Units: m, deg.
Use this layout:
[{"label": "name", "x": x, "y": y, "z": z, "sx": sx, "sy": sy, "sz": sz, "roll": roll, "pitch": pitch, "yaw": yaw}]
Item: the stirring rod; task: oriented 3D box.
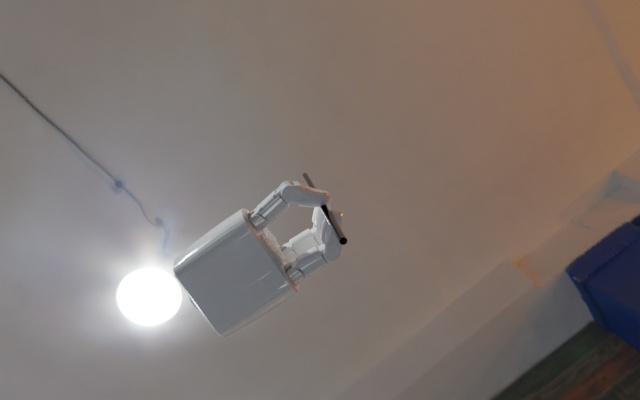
[{"label": "stirring rod", "x": 0.000, "y": 0.002, "z": 0.581, "sx": 0.011, "sy": 0.011, "sz": 0.239, "roll": 0, "pitch": 18, "yaw": -11}]
